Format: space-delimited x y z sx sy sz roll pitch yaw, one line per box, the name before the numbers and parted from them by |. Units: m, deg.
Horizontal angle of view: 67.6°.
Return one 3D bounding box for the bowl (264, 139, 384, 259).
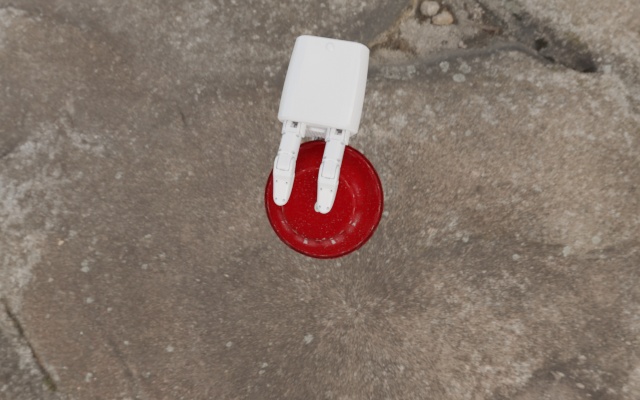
bowl | 0.000 0.003 0.613 0.162 0.162 0.055 0 6 8
